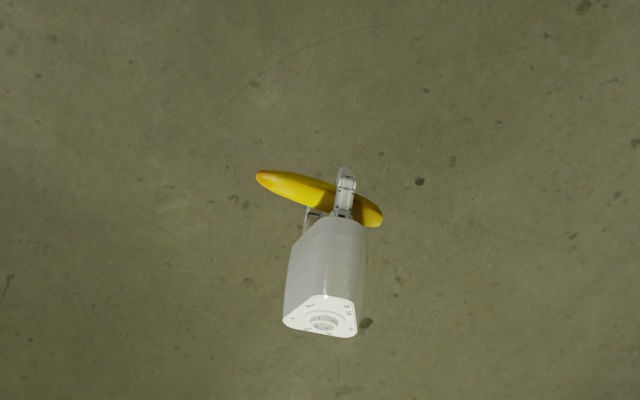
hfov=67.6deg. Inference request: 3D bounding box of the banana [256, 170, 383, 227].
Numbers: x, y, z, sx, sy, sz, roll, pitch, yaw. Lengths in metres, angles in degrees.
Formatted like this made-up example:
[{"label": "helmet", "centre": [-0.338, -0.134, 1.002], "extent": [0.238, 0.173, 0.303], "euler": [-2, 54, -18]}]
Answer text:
[{"label": "banana", "centre": [0.012, 0.001, 0.634], "extent": [0.198, 0.037, 0.069], "euler": [22, -16, -24]}]
